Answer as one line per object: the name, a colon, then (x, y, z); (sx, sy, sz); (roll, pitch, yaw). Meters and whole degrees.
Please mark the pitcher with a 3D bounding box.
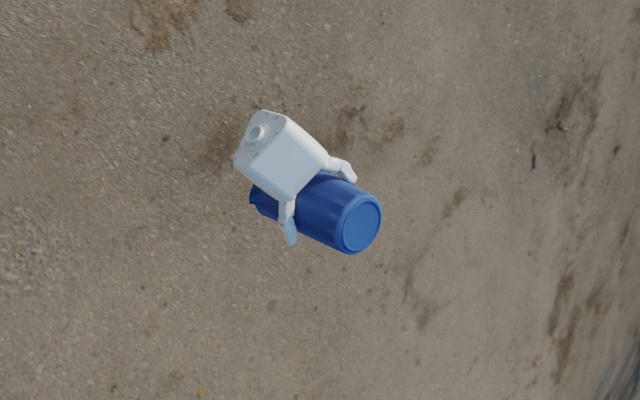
pitcher: (0.000, 0.003, 0.873); (0.242, 0.149, 0.145); (25, -13, 45)
